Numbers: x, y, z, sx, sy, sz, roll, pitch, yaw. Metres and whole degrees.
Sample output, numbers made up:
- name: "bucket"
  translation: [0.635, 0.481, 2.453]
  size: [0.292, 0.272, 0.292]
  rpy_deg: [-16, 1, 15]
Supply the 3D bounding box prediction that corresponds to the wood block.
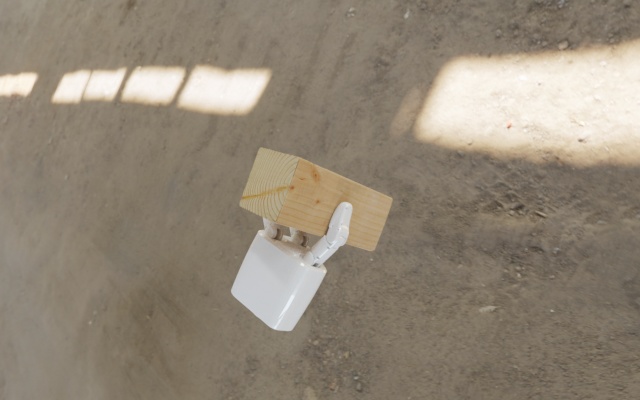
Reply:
- name: "wood block"
  translation: [0.000, 0.003, 0.700]
  size: [0.206, 0.090, 0.091]
  rpy_deg: [20, 0, -44]
